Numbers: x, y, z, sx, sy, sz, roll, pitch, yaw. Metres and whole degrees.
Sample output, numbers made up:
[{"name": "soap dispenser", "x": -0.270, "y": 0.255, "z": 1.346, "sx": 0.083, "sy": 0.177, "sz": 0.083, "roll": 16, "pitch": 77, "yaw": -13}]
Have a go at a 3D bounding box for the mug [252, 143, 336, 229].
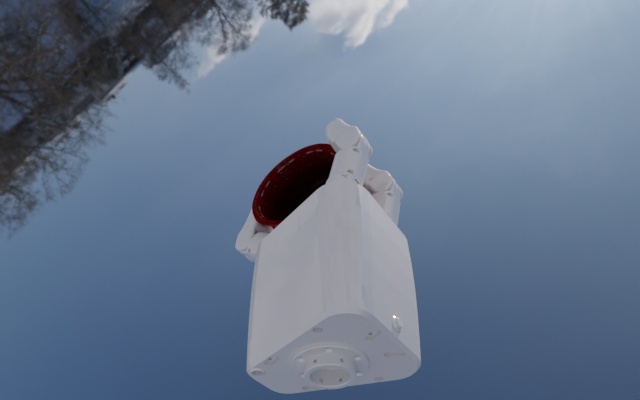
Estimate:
[{"name": "mug", "x": 0.000, "y": 0.001, "z": 0.441, "sx": 0.093, "sy": 0.117, "sz": 0.081, "roll": -23, "pitch": -52, "yaw": 23}]
